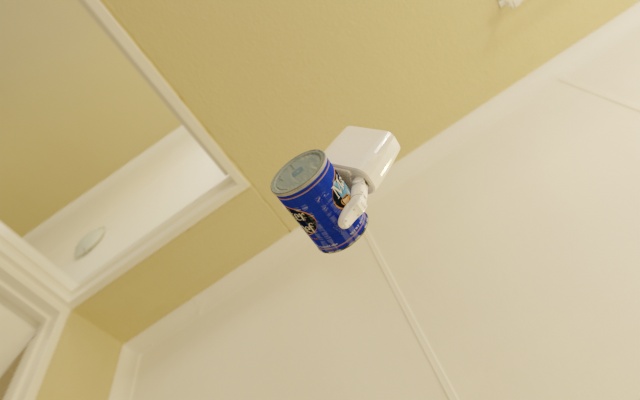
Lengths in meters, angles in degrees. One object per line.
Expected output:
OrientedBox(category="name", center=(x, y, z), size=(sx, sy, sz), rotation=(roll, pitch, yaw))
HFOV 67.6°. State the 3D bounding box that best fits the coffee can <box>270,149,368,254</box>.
OrientedBox(category="coffee can", center=(0.000, 0.003, 0.777), size=(0.103, 0.140, 0.102), rotation=(-27, 30, 17))
